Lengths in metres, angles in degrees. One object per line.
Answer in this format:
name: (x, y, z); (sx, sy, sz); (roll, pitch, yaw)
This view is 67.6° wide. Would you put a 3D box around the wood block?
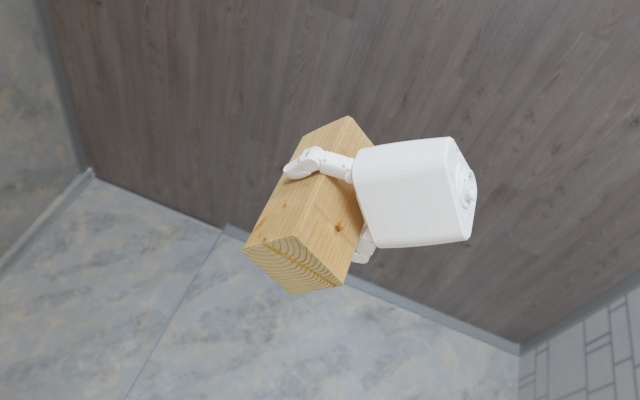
wood block: (0.000, 0.002, 0.598); (0.090, 0.206, 0.091); (-18, -55, 40)
